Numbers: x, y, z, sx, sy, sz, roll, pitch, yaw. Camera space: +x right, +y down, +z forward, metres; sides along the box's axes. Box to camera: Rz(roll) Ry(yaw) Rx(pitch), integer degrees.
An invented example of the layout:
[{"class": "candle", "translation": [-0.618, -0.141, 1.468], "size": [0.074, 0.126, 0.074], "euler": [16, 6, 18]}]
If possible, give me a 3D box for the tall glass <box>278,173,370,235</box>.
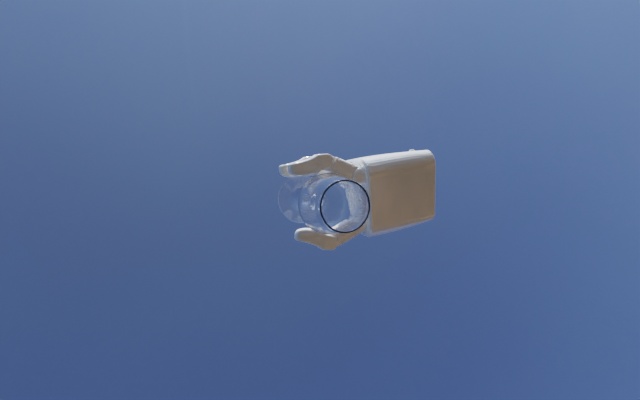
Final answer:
[{"class": "tall glass", "translation": [0.000, 0.002, 0.640], "size": [0.079, 0.079, 0.201], "euler": [0, 3, -17]}]
